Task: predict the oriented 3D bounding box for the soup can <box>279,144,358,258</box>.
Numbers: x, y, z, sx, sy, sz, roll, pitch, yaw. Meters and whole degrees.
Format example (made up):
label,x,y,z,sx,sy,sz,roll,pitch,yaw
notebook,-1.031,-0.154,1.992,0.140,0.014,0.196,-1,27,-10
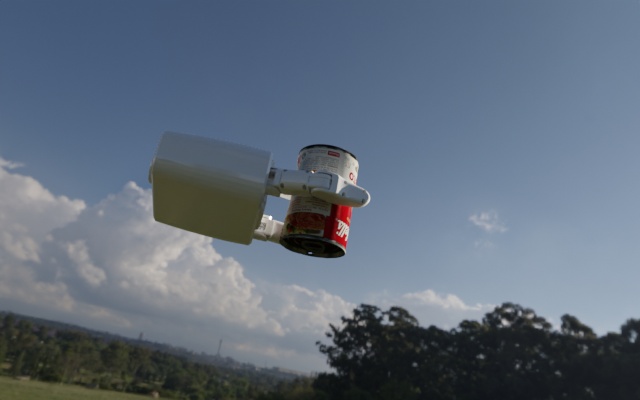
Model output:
label,x,y,z,sx,sy,sz,roll,pitch,yaw
soup can,0.001,0.001,0.497,0.068,0.102,0.068,9,-21,4
